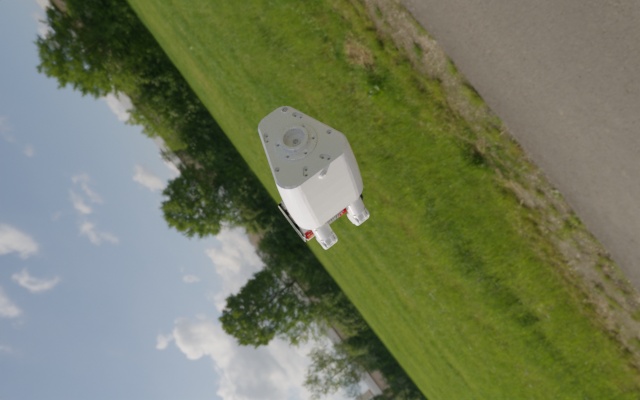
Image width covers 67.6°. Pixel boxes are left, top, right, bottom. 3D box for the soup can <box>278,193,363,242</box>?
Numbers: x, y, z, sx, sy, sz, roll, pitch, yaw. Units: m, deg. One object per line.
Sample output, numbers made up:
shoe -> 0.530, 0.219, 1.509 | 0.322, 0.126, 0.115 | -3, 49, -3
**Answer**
soup can -> 0.000, 0.003, 0.673 | 0.102, 0.068, 0.068 | -37, 5, -6
